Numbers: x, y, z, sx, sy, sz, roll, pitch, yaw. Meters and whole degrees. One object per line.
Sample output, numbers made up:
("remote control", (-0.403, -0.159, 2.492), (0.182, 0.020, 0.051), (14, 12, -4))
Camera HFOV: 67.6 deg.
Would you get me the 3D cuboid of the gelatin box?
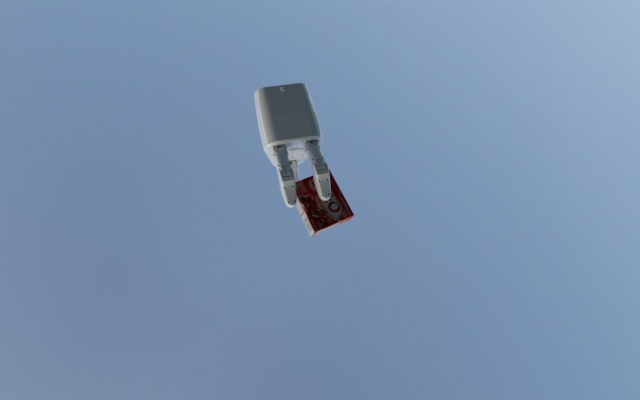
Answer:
("gelatin box", (0.000, 0.003, 0.762), (0.073, 0.089, 0.030), (-22, -13, -21))
